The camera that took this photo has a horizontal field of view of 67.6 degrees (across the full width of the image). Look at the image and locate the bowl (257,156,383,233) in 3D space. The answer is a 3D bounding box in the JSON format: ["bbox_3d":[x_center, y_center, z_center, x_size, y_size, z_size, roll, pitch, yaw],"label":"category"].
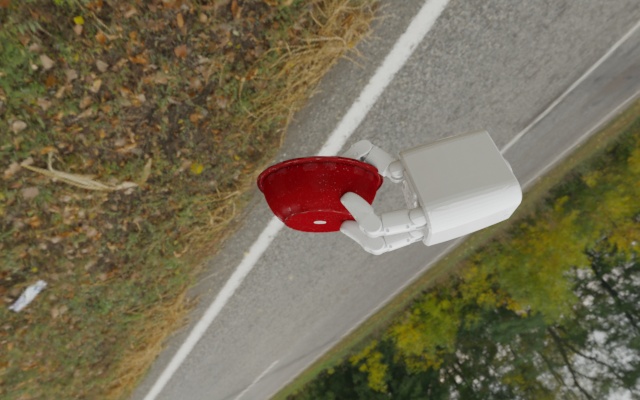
[{"bbox_3d":[-0.001,0.003,0.601,0.162,0.055,0.162,-1,-20,0],"label":"bowl"}]
